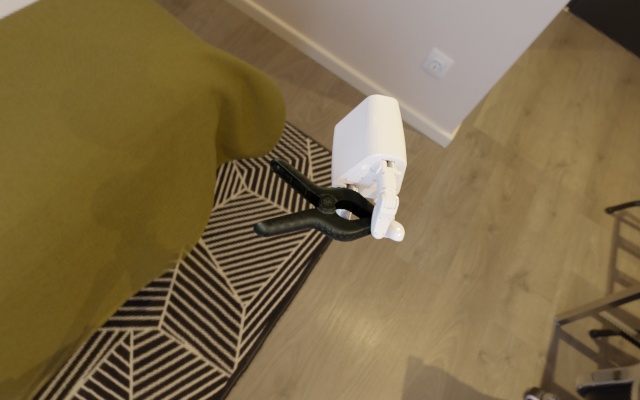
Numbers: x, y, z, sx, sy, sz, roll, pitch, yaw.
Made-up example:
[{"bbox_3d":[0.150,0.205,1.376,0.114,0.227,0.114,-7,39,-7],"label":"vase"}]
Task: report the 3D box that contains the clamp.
[{"bbox_3d":[0.000,0.002,0.629,0.171,0.120,0.039,8,-30,-14],"label":"clamp"}]
